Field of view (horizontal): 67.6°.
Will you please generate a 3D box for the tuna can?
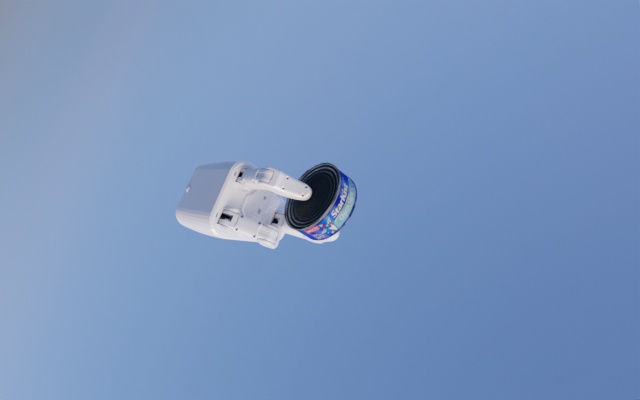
[{"bbox_3d":[0.001,0.002,0.544,0.034,0.086,0.086,35,-21,-34],"label":"tuna can"}]
